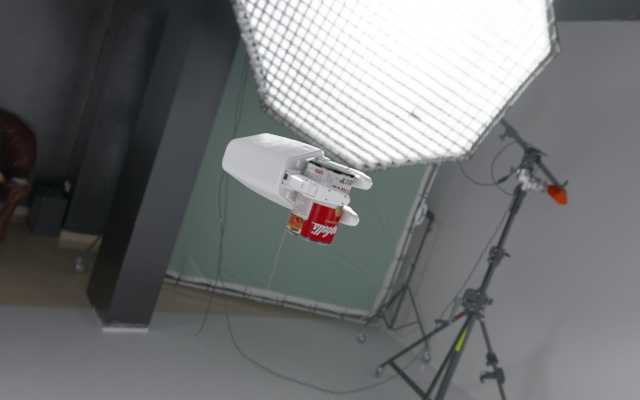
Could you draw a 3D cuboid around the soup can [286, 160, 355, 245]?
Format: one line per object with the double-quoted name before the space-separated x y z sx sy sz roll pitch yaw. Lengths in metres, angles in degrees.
"soup can" 0.001 0.002 0.661 0.068 0.102 0.068 19 7 -2
